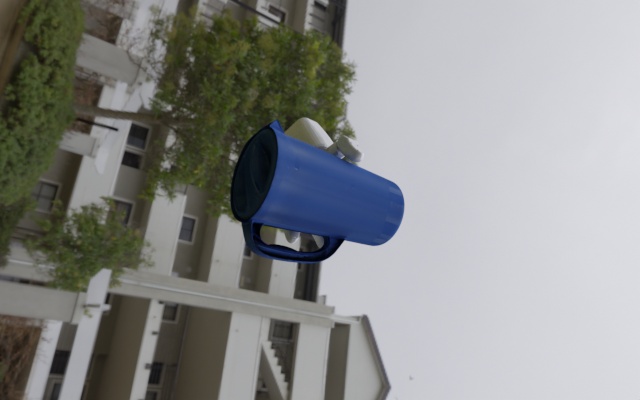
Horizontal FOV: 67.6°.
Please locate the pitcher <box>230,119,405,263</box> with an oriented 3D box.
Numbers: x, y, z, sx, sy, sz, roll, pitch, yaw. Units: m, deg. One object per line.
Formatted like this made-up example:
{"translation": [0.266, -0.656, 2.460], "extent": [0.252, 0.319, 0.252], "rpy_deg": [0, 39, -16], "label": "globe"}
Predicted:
{"translation": [0.000, 0.002, 0.693], "extent": [0.243, 0.149, 0.145], "rpy_deg": [17, 28, -31], "label": "pitcher"}
